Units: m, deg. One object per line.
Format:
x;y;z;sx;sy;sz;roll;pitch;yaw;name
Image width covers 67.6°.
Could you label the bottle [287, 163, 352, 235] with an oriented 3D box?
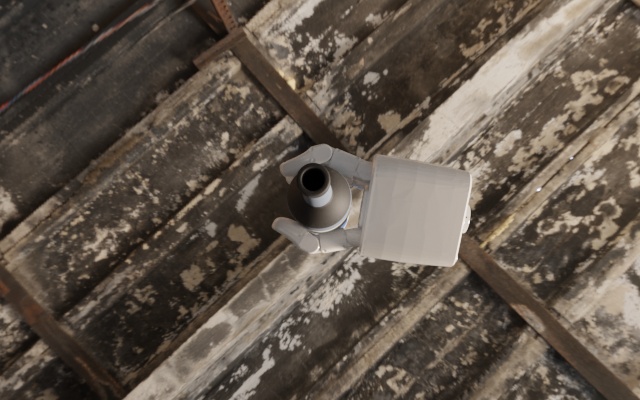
0.000;0.002;0.526;0.069;0.069;0.296;0;-7;2;bottle
